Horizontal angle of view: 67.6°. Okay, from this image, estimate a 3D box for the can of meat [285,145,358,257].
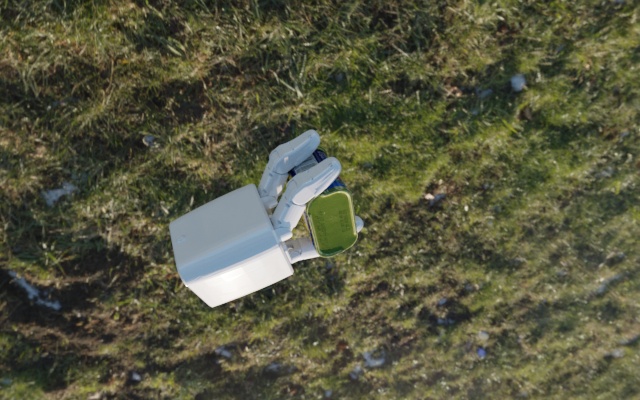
[{"bbox_3d":[0.000,0.002,0.543,0.057,0.102,0.084,-21,44,-8],"label":"can of meat"}]
